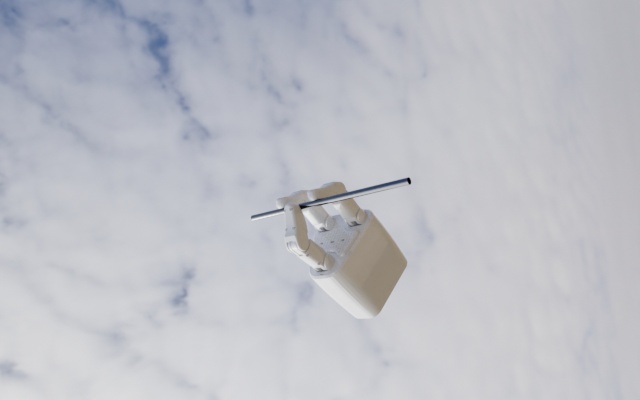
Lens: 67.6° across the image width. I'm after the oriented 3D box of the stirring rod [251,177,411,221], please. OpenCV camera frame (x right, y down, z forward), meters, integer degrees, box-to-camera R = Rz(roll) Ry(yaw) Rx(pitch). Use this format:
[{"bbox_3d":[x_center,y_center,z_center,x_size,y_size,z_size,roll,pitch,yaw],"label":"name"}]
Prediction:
[{"bbox_3d":[0.000,0.002,0.563,0.239,0.011,0.011,-14,-9,39],"label":"stirring rod"}]
